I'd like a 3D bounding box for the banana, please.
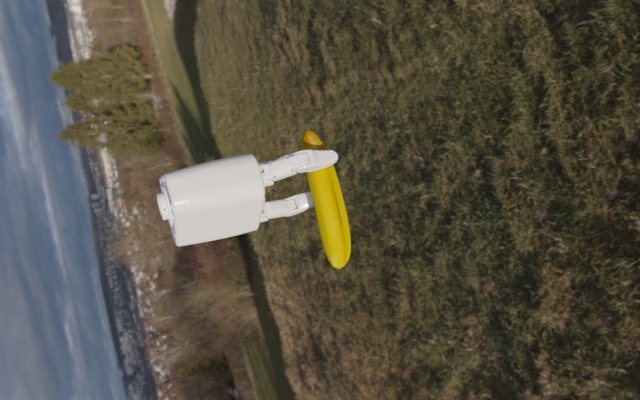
[{"bbox_3d":[0.007,0.008,0.621,0.037,0.198,0.069,-16,13,-18],"label":"banana"}]
